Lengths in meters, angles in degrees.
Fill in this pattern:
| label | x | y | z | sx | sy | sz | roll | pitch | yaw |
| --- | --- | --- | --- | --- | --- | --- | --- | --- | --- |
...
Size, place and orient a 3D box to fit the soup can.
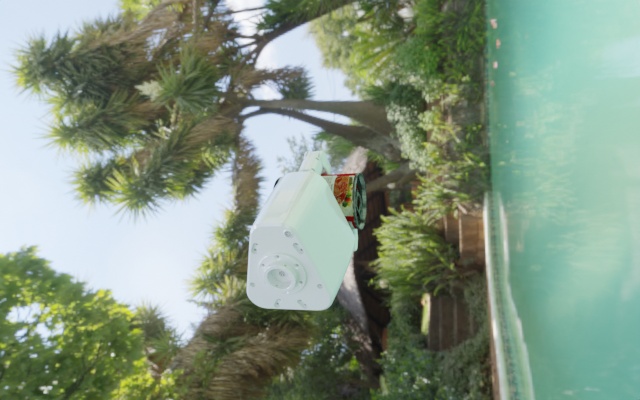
| label | x | y | z | sx | sy | sz | roll | pitch | yaw |
| --- | --- | --- | --- | --- | --- | --- | --- | --- | --- |
| soup can | 0.000 | 0.002 | 0.581 | 0.102 | 0.068 | 0.068 | -2 | -1 | 17 |
